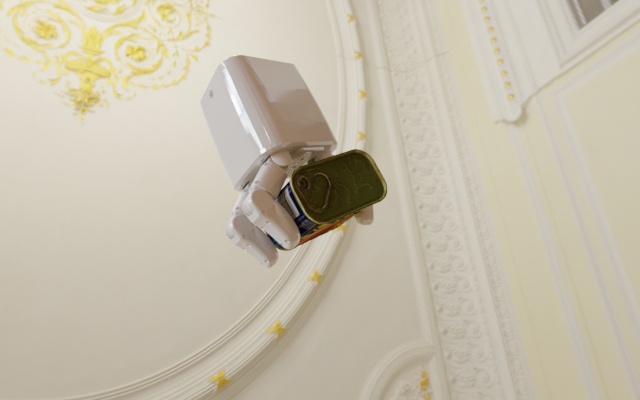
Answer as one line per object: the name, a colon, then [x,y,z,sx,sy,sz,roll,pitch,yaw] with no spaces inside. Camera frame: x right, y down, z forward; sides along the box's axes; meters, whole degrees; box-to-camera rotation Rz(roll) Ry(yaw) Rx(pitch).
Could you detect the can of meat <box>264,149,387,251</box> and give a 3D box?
can of meat: [0.000,0.002,0.467,0.102,0.057,0.084,-22,-11,-37]
